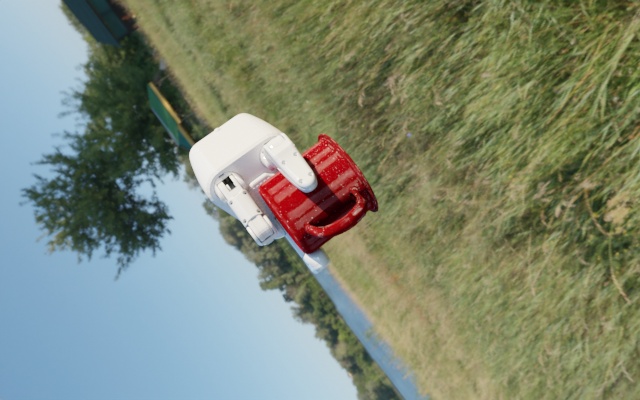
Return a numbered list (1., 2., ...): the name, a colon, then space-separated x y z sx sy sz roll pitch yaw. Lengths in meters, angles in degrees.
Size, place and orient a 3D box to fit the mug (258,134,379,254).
1. mug: 0.001 0.002 0.446 0.081 0.093 0.117 -37 33 -8
